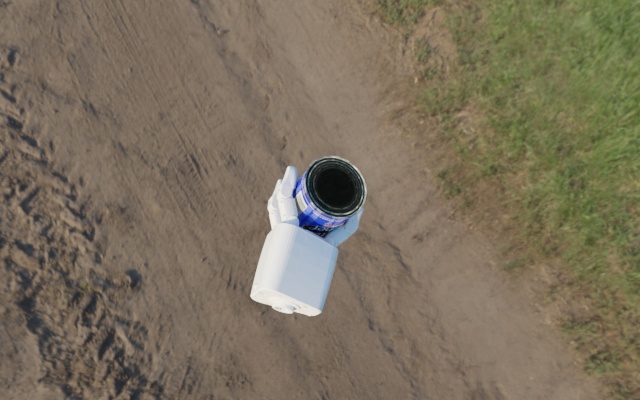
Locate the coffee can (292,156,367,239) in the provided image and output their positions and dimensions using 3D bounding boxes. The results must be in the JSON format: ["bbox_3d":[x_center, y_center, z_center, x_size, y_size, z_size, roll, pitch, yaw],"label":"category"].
[{"bbox_3d":[0.000,0.002,0.778,0.103,0.102,0.140,0,-20,-22],"label":"coffee can"}]
